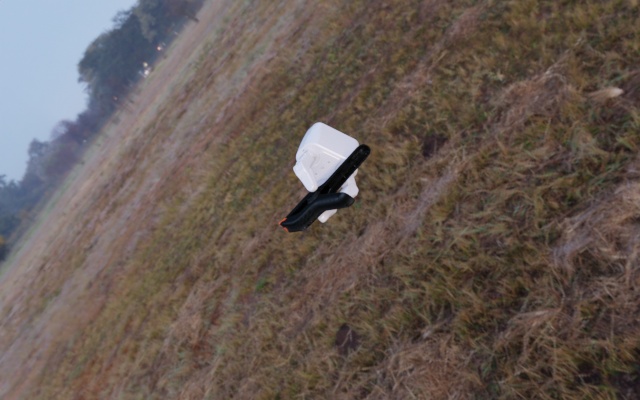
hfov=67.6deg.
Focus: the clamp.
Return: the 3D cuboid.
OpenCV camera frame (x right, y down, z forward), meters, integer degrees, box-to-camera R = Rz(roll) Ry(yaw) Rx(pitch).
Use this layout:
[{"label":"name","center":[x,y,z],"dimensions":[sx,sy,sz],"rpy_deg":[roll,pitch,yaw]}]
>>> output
[{"label":"clamp","center":[-0.001,0.002,0.821],"dimensions":[0.210,0.036,0.164],"rpy_deg":[-40,16,29]}]
